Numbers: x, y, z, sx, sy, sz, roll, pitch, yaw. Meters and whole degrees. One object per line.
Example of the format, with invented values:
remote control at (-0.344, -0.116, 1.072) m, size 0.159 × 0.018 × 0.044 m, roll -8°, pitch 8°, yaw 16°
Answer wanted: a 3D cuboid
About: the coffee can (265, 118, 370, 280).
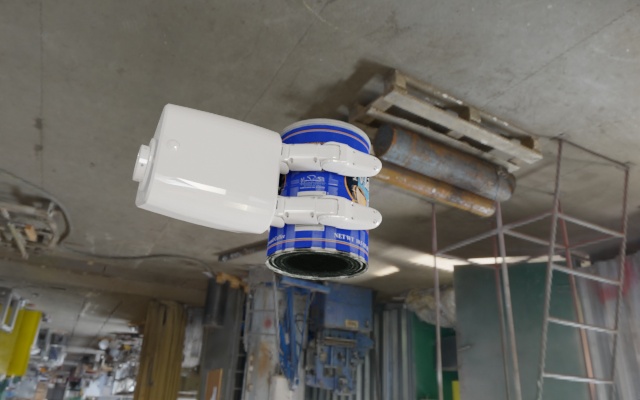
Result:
coffee can at (0.000, 0.002, 0.498) m, size 0.103 × 0.140 × 0.103 m, roll 3°, pitch -24°, yaw 1°
